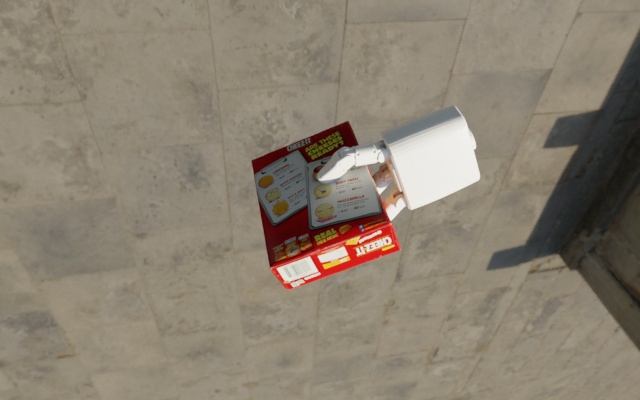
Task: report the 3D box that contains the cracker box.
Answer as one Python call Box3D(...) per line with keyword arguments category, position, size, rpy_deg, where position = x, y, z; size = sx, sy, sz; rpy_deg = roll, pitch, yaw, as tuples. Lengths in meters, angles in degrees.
Box3D(category="cracker box", position=(0.000, 0.002, 0.678), size=(0.164, 0.213, 0.072), rpy_deg=(-21, -44, 5))
